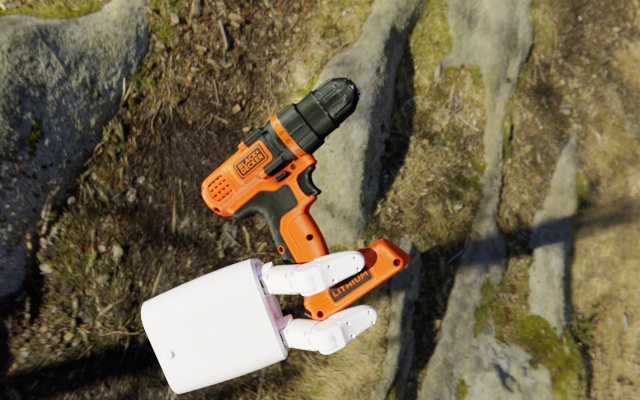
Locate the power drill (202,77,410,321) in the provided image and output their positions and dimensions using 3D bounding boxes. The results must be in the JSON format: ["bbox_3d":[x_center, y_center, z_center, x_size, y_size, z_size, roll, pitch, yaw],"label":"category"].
[{"bbox_3d":[0.000,0.002,0.453,0.184,0.187,0.057,-38,-11,14],"label":"power drill"}]
